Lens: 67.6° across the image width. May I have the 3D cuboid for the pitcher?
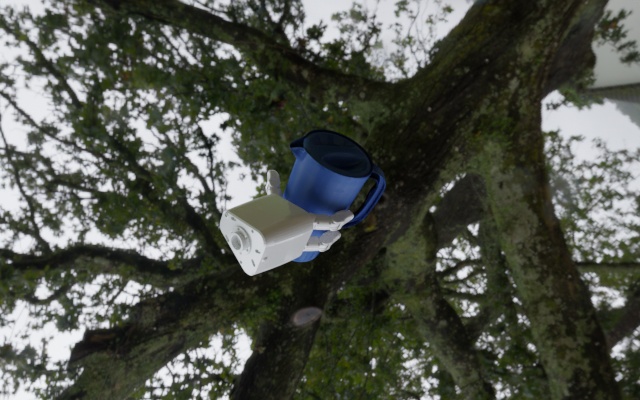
[{"bbox_3d":[0.000,0.003,0.892,0.149,0.243,0.145,44,39,22],"label":"pitcher"}]
